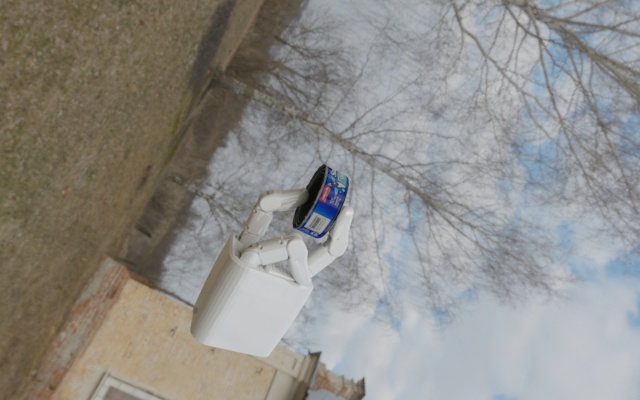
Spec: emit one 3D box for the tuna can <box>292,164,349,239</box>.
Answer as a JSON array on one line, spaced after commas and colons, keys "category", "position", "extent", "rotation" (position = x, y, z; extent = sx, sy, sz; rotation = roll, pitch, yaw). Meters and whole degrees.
[{"category": "tuna can", "position": [0.001, 0.002, 0.575], "extent": [0.034, 0.086, 0.086], "rotation": [26, -6, -13]}]
